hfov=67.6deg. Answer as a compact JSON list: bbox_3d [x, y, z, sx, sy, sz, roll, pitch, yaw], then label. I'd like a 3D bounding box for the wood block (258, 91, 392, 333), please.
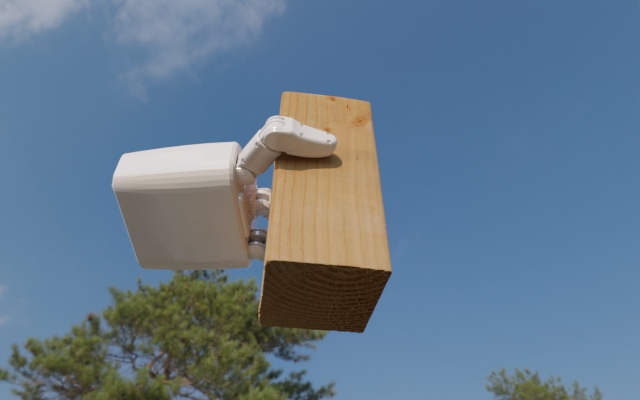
[{"bbox_3d":[0.000,0.001,0.428,0.090,0.206,0.091,6,-44,-7],"label":"wood block"}]
